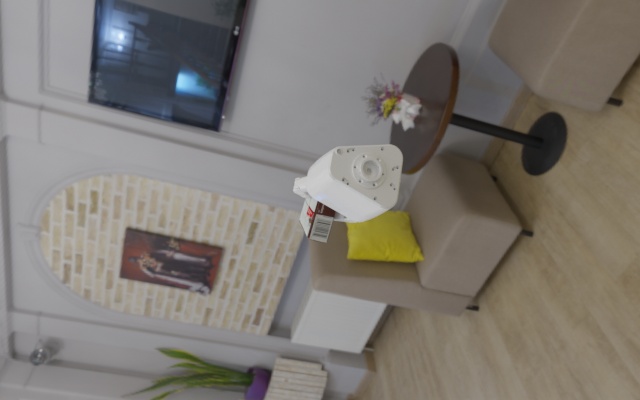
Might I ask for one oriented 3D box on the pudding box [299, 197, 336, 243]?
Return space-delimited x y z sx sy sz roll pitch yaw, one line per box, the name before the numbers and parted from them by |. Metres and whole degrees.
pudding box | 0.000 0.003 0.811 0.039 0.113 0.090 13 14 -15
